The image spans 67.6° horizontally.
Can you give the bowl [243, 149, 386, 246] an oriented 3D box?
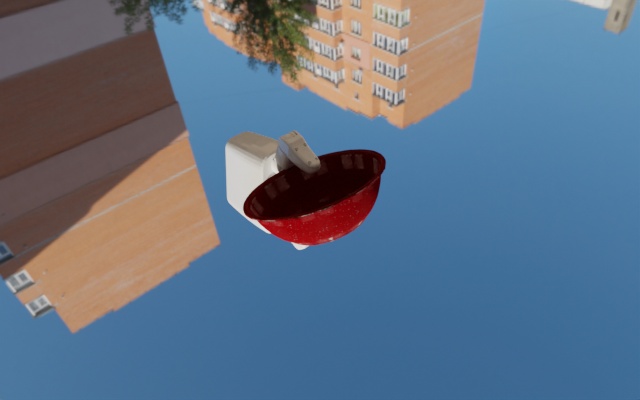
[{"bbox_3d":[0.001,0.002,0.521,0.162,0.055,0.162,-17,22,7],"label":"bowl"}]
